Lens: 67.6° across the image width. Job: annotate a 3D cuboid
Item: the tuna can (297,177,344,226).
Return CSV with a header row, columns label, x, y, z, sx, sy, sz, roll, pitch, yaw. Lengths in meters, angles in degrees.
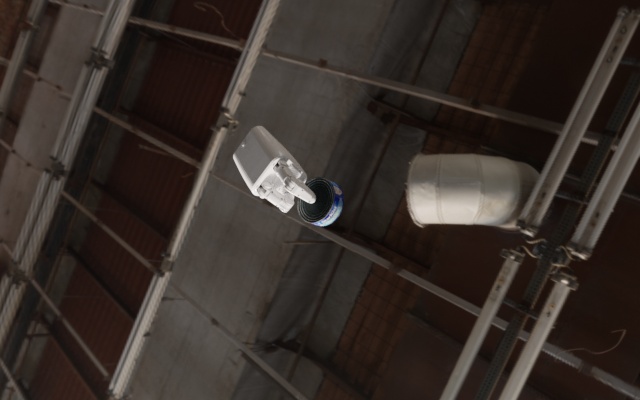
label,x,y,z,sx,sy,sz,roll,pitch,yaw
tuna can,0.001,0.003,0.868,0.086,0.086,0.034,0,-14,40
